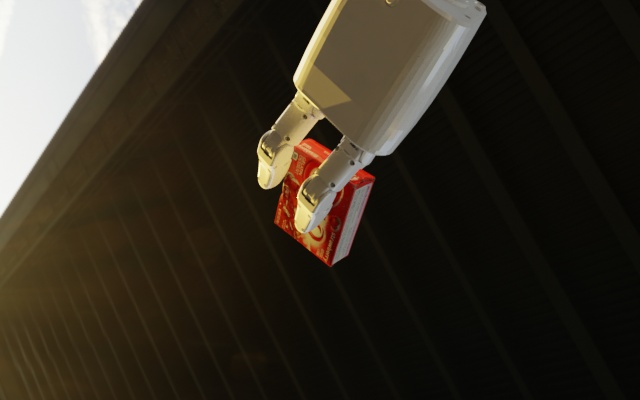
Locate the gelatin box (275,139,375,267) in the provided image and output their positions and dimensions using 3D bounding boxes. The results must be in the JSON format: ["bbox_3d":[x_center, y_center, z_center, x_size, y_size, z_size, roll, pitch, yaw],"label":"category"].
[{"bbox_3d":[0.000,0.002,0.419,0.073,0.089,0.030,35,39,27],"label":"gelatin box"}]
